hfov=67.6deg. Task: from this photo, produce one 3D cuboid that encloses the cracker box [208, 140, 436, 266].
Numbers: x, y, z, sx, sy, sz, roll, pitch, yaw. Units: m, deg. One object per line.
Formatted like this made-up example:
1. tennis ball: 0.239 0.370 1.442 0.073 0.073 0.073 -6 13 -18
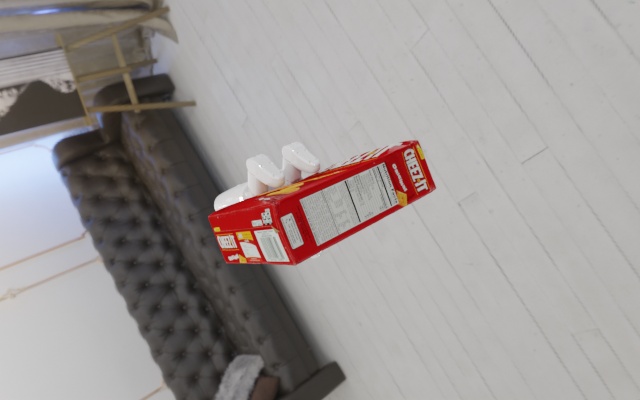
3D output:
1. cracker box: 0.000 0.002 0.560 0.213 0.072 0.164 -25 8 -33
